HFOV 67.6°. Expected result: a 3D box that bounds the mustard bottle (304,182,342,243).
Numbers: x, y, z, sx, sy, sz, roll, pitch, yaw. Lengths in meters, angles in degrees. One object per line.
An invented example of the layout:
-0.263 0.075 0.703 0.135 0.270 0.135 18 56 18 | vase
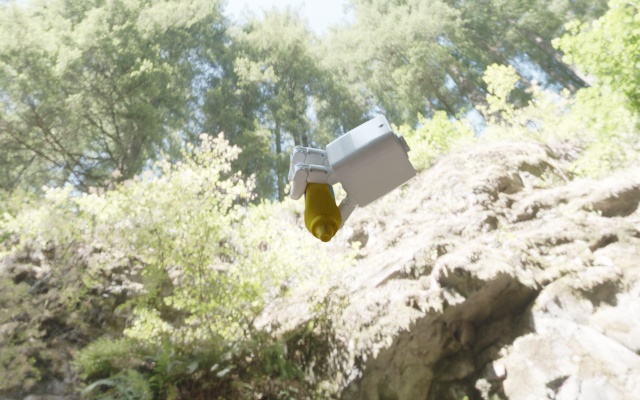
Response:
0.000 0.002 0.767 0.058 0.096 0.191 -9 33 0 | mustard bottle
